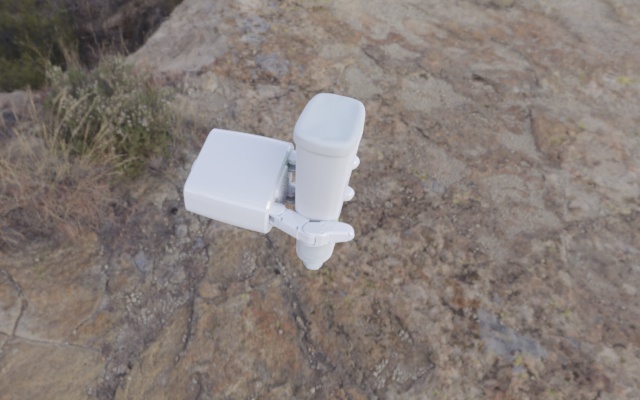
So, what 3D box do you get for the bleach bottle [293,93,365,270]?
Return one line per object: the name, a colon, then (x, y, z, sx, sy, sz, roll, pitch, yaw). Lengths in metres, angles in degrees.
bleach bottle: (0.000, 0.002, 0.586, 0.068, 0.251, 0.102, 14, 43, 6)
